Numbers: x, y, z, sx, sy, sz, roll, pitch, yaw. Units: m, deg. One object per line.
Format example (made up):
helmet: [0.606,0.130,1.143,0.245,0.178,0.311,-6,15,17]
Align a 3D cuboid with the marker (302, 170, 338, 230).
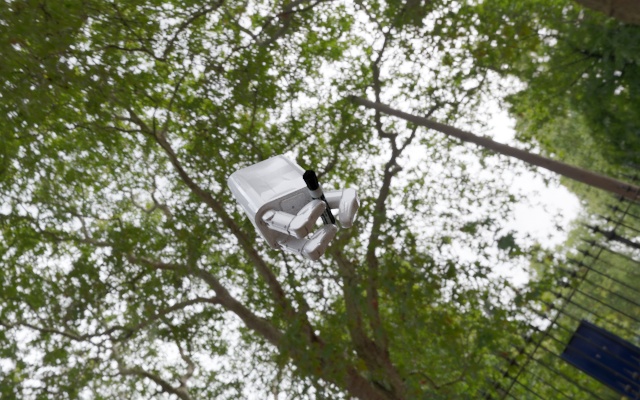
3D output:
marker: [0.000,0.002,0.661,0.020,0.020,0.121,0,-40,22]
